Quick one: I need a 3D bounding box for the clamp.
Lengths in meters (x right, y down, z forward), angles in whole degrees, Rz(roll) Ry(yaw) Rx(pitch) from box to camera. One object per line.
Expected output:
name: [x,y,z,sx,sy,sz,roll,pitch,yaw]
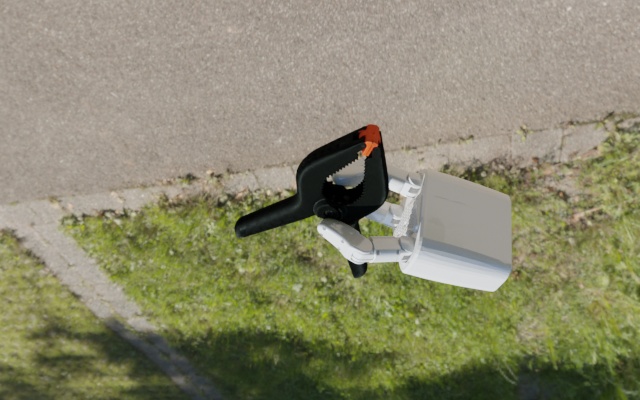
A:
clamp: [0.000,0.002,0.500,0.164,0.036,0.210,15,-44,-6]
